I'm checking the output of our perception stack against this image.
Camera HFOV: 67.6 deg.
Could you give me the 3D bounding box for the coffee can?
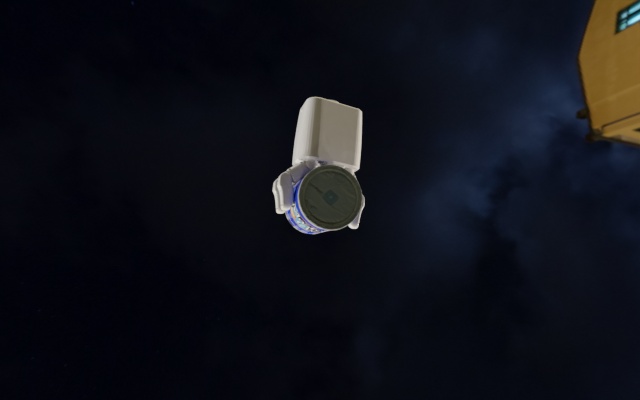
[{"bbox_3d":[0.000,0.003,0.805,0.103,0.103,0.140,0,-7,-14],"label":"coffee can"}]
